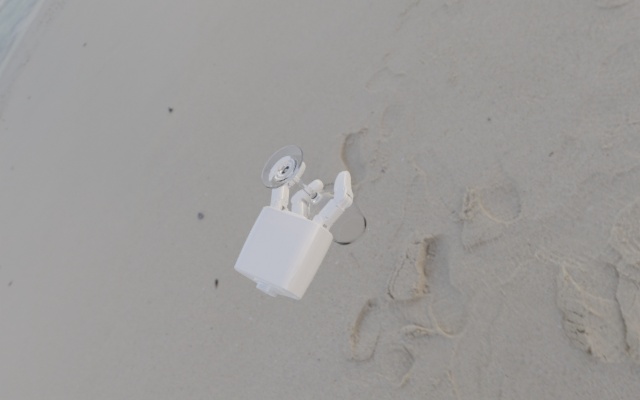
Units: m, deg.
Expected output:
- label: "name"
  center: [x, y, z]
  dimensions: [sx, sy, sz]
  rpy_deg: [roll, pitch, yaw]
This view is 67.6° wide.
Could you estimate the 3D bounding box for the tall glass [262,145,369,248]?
- label: "tall glass"
  center: [0.000, 0.002, 0.745]
  dimensions: [0.079, 0.079, 0.201]
  rpy_deg: [0, -30, 40]
